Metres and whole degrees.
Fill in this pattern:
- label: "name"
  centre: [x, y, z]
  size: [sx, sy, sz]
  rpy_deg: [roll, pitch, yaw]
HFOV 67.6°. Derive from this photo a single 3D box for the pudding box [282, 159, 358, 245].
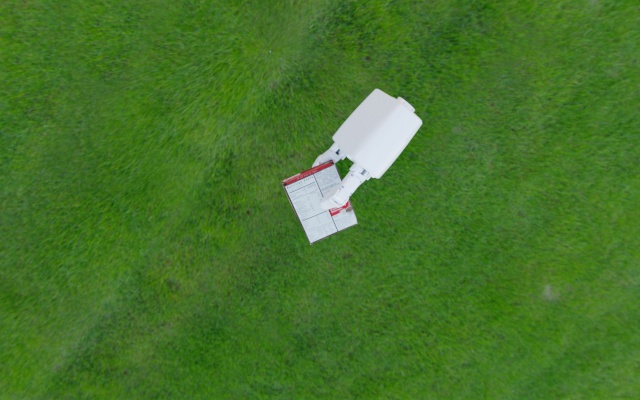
- label: "pudding box"
  centre: [0.000, 0.003, 0.768]
  size: [0.090, 0.113, 0.039]
  rpy_deg: [-23, 18, 0]
